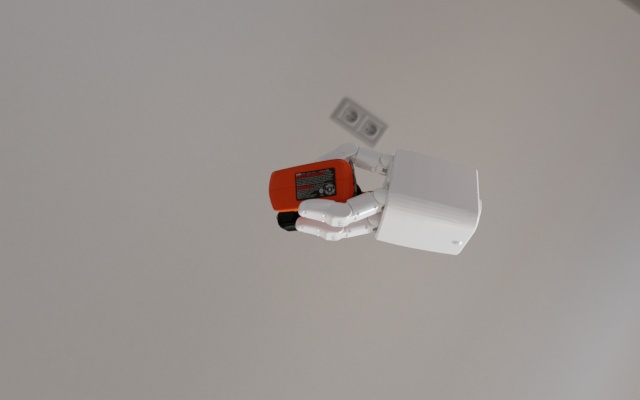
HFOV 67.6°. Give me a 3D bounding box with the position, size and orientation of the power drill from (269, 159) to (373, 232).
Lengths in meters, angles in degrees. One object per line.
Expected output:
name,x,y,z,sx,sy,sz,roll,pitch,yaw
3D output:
power drill,0.000,0.002,0.652,0.184,0.057,0.188,-11,-14,16
